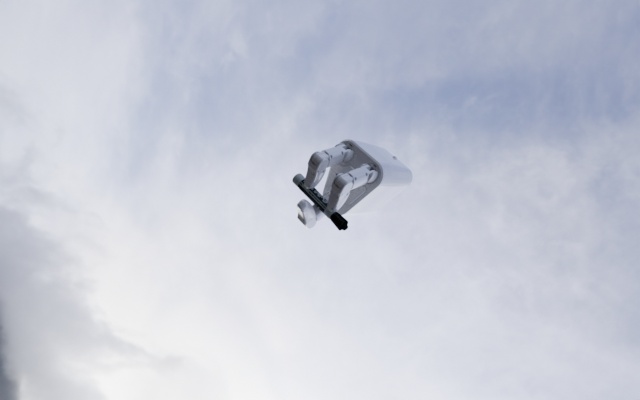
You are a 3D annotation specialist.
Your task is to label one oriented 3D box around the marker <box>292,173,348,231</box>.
[{"bbox_3d":[0.000,0.002,0.718,0.121,0.020,0.020,45,26,29],"label":"marker"}]
